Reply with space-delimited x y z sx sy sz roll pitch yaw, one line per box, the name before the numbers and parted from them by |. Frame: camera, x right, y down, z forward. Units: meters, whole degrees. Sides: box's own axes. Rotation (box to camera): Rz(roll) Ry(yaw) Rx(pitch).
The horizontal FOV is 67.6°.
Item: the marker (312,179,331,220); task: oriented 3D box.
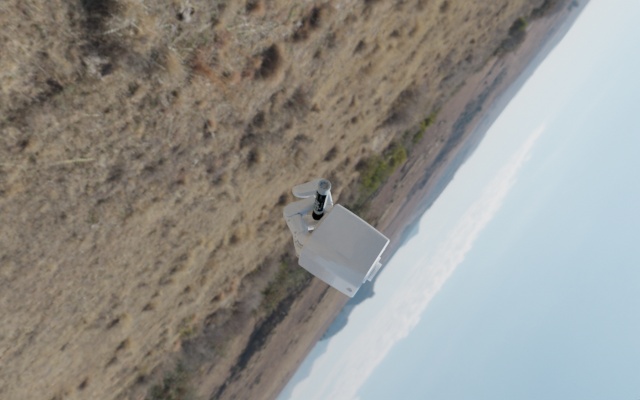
marker | 0.000 0.002 0.733 0.020 0.020 0.121 0 -24 -6
